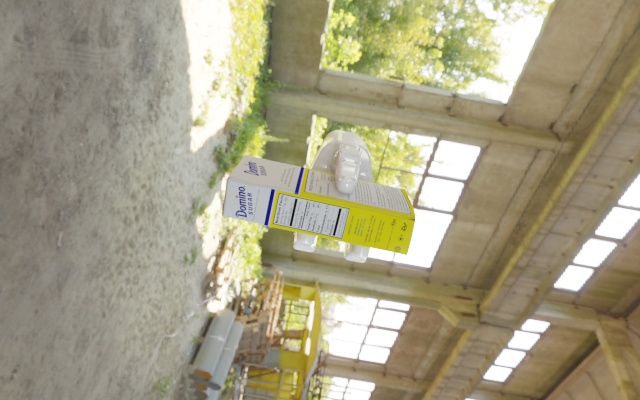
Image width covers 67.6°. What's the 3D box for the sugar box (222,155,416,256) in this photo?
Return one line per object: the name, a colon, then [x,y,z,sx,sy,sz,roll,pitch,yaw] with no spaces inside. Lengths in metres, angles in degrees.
sugar box: [0.000,0.002,0.473,0.176,0.048,0.093,10,18,-1]
